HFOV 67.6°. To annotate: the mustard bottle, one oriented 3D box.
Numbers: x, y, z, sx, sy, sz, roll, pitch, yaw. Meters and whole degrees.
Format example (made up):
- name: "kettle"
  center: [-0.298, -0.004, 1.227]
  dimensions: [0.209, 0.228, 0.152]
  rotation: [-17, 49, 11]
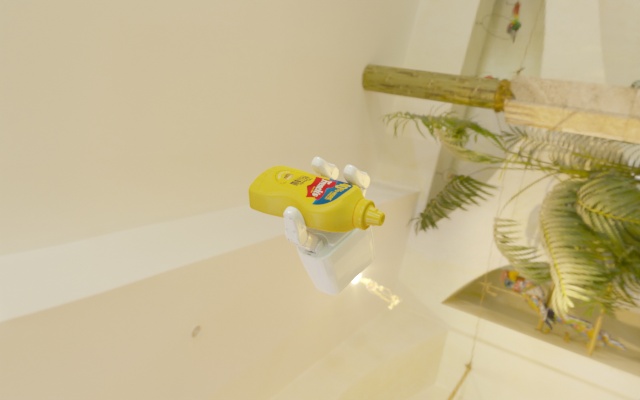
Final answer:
- name: "mustard bottle"
  center: [0.000, 0.002, 0.663]
  dimensions: [0.191, 0.058, 0.096]
  rotation: [17, 31, 29]
